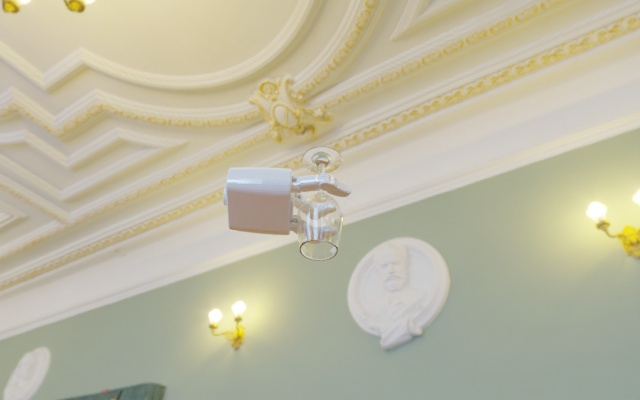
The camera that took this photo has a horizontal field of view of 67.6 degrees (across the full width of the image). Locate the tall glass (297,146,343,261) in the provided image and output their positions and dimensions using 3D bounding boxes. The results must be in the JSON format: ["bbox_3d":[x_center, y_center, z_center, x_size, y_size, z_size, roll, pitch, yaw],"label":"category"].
[{"bbox_3d":[0.000,0.002,0.823,0.079,0.200,0.079,1,-39,1],"label":"tall glass"}]
